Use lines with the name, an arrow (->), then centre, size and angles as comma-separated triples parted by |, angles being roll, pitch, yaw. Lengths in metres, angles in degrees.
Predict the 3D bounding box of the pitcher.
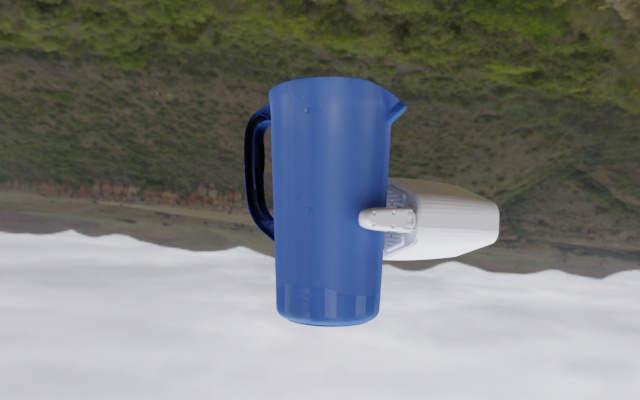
pitcher -> 0.000, 0.002, 0.509 | 0.145, 0.243, 0.149 | 2, -3, -20
